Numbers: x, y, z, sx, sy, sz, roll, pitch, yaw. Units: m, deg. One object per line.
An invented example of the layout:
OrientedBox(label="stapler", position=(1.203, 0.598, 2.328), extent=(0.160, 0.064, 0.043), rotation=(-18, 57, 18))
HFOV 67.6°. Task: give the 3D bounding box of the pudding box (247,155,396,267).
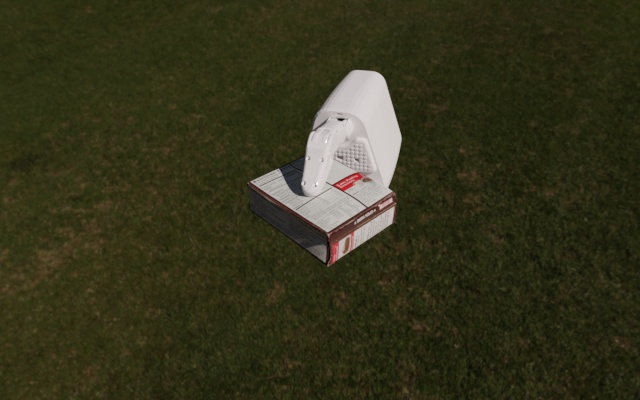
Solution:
OrientedBox(label="pudding box", position=(0.000, 0.001, 0.446), extent=(0.090, 0.039, 0.113), rotation=(-30, 43, -33))
